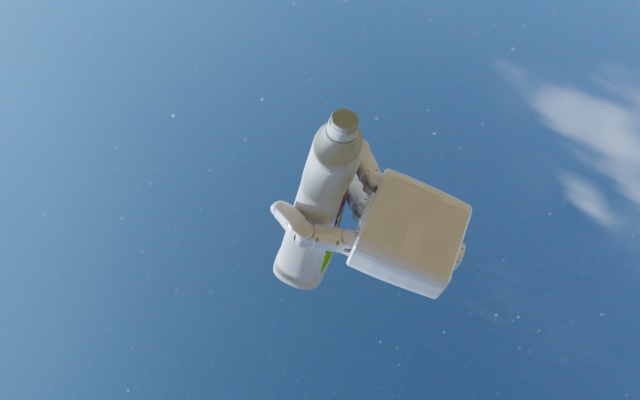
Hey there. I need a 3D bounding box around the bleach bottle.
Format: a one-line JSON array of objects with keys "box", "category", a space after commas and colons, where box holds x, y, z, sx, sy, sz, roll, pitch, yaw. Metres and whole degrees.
[{"box": [0.000, 0.002, 0.556, 0.068, 0.102, 0.251, 22, -38, 5], "category": "bleach bottle"}]
